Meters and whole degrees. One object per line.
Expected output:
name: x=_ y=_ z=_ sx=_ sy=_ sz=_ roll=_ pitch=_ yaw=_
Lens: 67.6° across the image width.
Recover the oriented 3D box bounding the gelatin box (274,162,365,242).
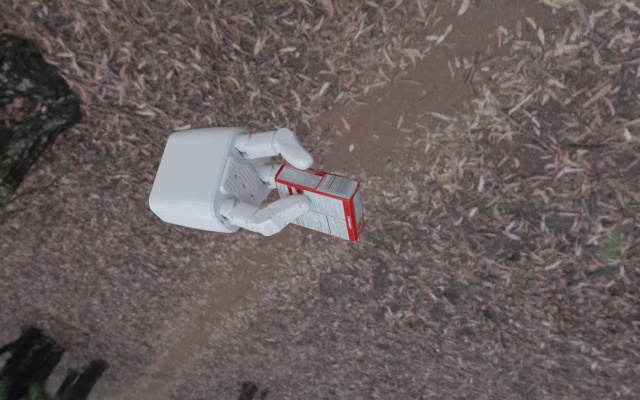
gelatin box: x=0.000 y=0.002 z=0.505 sx=0.089 sy=0.030 sz=0.073 roll=16 pitch=-35 yaw=23
